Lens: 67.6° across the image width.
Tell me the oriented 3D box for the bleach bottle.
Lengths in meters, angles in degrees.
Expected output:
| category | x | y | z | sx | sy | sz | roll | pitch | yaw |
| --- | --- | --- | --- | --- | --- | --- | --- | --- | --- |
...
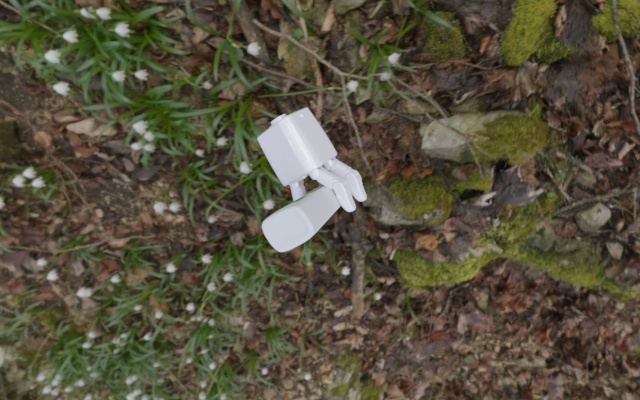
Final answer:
| category | x | y | z | sx | sy | sz | roll | pitch | yaw |
| --- | --- | --- | --- | --- | --- | --- | --- | --- | --- |
| bleach bottle | 0.000 | 0.003 | 0.888 | 0.102 | 0.068 | 0.250 | -29 | 6 | 34 |
